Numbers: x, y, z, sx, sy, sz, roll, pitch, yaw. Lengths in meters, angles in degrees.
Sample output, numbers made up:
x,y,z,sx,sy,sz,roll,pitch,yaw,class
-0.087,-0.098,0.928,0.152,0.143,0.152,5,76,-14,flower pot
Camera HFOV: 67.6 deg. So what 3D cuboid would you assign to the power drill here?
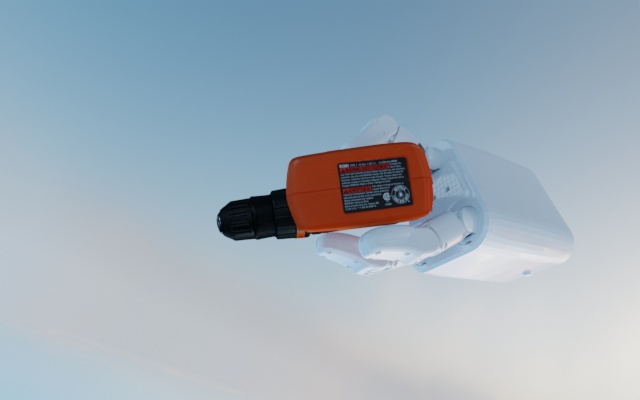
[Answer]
x,y,z,sx,sy,sz,roll,pitch,yaw,class
0.000,0.001,0.410,0.184,0.057,0.187,-9,-4,-10,power drill
